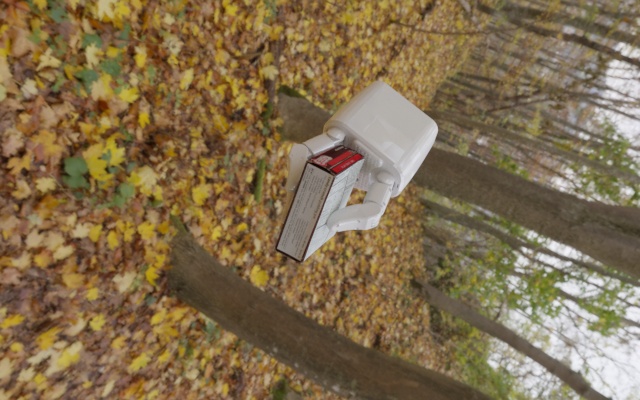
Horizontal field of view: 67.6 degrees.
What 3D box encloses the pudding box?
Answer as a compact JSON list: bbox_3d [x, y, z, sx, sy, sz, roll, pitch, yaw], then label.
[{"bbox_3d":[0.000,0.002,0.518,0.039,0.113,0.090,27,25,16],"label":"pudding box"}]
